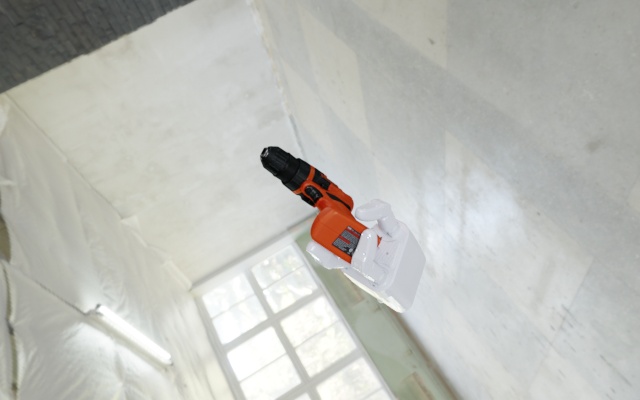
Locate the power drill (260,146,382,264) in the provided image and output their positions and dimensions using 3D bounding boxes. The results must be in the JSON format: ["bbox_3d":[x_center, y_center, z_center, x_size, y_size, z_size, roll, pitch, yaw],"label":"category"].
[{"bbox_3d":[0.000,0.003,0.699,0.184,0.057,0.187,32,15,-30],"label":"power drill"}]
